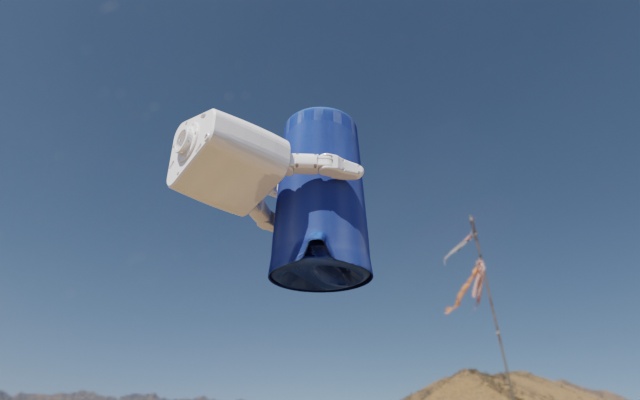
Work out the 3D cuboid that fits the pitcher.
[{"bbox_3d":[0.000,0.002,0.665,0.145,0.242,0.149,21,-34,-35],"label":"pitcher"}]
